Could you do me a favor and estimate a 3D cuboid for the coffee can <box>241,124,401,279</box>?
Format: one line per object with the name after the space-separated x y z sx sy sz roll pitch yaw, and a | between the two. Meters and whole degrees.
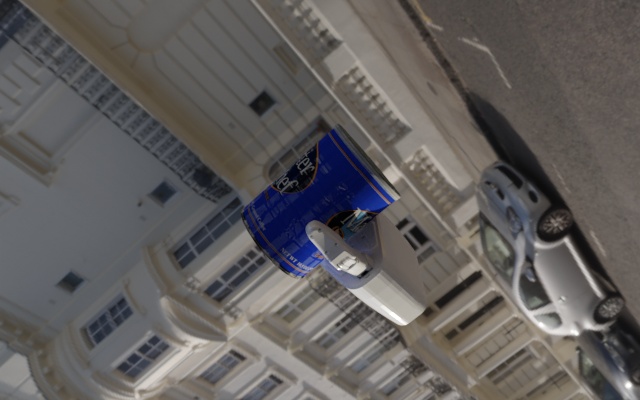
0.000 0.002 0.517 0.140 0.103 0.103 -41 -8 9 | coffee can
